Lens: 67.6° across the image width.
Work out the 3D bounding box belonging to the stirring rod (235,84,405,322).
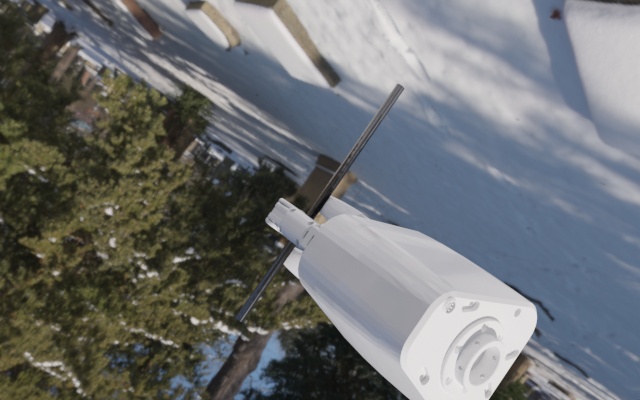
[{"bbox_3d":[0.000,0.001,0.405,0.011,0.239,0.011,35,-1,1],"label":"stirring rod"}]
